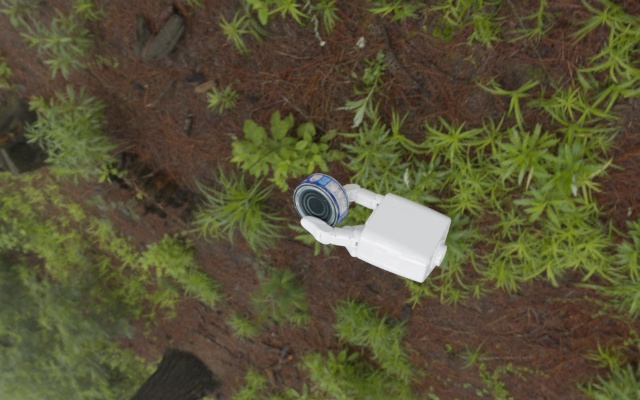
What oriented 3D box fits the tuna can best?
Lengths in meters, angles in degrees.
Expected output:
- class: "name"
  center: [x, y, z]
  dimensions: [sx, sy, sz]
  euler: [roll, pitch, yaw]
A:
- class: "tuna can"
  center: [0.000, 0.003, 0.748]
  dimensions: [0.086, 0.086, 0.033]
  euler: [0, 28, 38]
